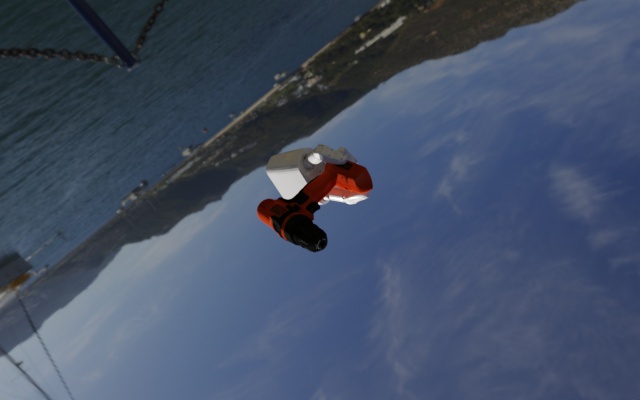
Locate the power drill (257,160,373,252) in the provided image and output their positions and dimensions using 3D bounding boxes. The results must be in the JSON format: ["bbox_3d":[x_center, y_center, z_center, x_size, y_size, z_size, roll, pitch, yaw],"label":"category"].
[{"bbox_3d":[0.000,0.002,0.834,0.187,0.057,0.184,-36,37,-22],"label":"power drill"}]
